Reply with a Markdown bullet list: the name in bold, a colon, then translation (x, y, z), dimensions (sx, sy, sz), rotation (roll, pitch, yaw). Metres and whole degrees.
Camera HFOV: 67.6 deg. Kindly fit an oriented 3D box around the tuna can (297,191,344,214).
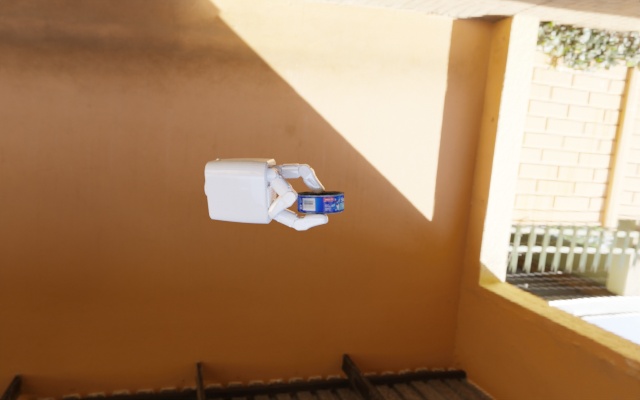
- **tuna can**: translation (0.000, 0.003, 0.860), dimensions (0.086, 0.034, 0.086), rotation (-1, 6, 0)
